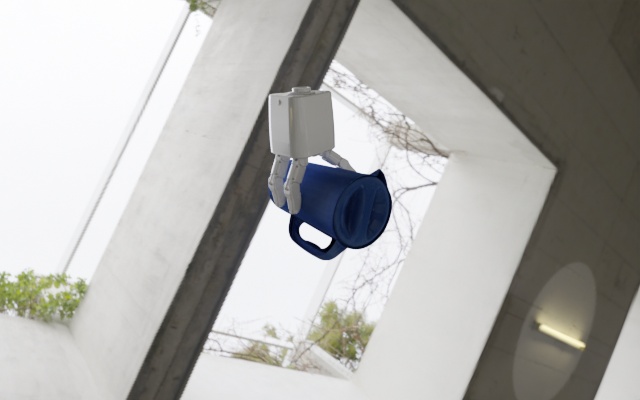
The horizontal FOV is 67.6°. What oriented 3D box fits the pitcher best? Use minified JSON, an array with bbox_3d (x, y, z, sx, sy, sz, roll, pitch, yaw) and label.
[{"bbox_3d":[0.000,0.003,0.893,0.149,0.145,0.242,-17,23,-33],"label":"pitcher"}]
